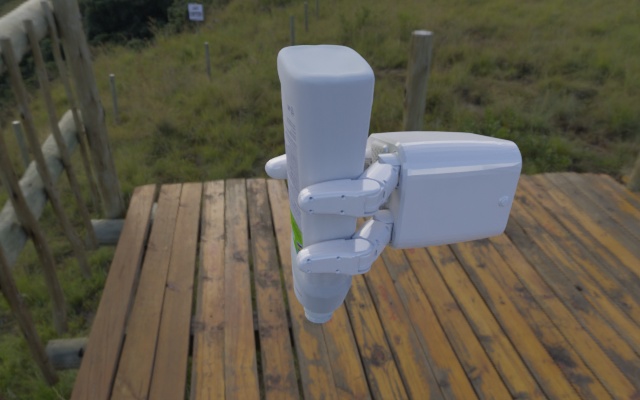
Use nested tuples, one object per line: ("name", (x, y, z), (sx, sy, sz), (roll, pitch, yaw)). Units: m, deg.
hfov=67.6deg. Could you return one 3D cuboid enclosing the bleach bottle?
("bleach bottle", (0.000, 0.001, 0.423), (0.068, 0.251, 0.102), (-4, 31, -10))
